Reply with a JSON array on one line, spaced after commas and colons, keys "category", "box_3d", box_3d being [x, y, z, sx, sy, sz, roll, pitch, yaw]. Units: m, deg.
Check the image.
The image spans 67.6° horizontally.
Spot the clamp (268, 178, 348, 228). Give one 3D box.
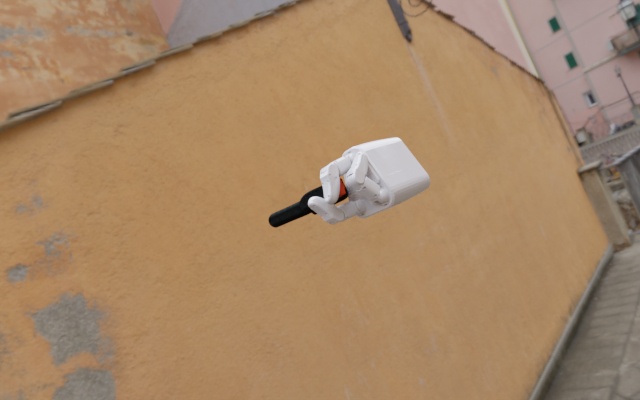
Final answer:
[{"category": "clamp", "box_3d": [0.000, 0.002, 0.797, 0.120, 0.039, 0.171, -19, -5, -40]}]
